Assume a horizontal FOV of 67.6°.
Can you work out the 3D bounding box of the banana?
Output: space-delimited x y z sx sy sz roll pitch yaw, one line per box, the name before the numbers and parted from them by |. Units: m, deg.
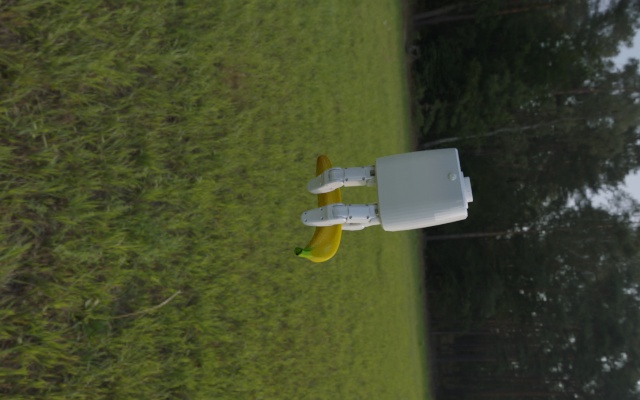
banana | 0.007 0.018 0.677 0.037 0.070 0.197 -12 40 20
